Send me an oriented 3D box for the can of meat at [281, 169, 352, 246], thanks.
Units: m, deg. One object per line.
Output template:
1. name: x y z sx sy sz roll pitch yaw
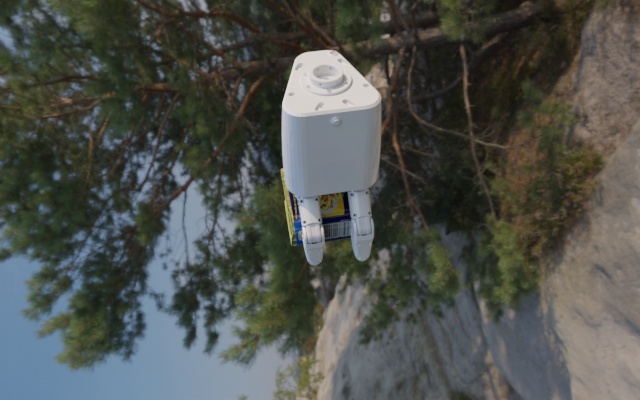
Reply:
1. can of meat: 0.000 0.002 0.570 0.084 0.102 0.057 -8 -38 -6
